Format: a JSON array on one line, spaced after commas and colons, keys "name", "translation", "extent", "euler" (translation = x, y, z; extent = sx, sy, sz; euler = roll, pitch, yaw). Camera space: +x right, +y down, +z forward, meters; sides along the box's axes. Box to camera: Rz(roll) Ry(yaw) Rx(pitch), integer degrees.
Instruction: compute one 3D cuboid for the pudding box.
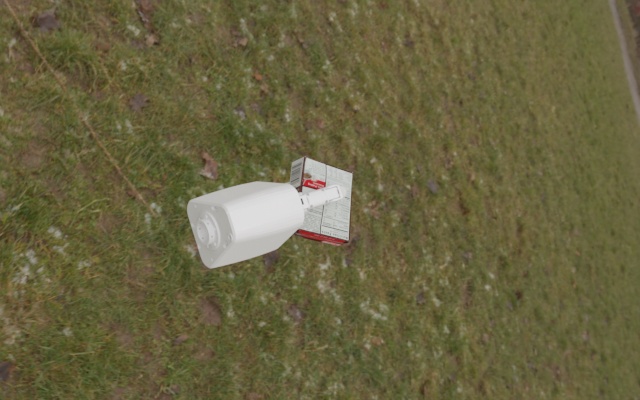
[{"name": "pudding box", "translation": [0.000, 0.002, 0.688], "extent": [0.090, 0.113, 0.039], "euler": [17, -21, -31]}]
